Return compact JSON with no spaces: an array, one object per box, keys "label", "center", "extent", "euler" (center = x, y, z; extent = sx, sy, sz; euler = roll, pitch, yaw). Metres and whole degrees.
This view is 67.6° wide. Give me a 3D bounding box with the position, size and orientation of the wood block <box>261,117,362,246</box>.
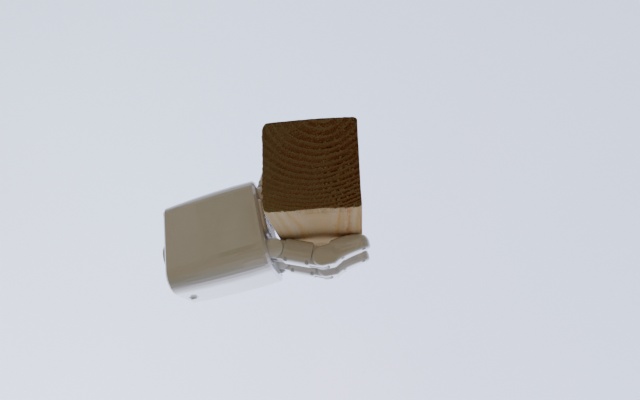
[{"label":"wood block","center":[0.000,0.001,0.521],"extent":[0.090,0.090,0.206],"euler":[-4,-20,4]}]
